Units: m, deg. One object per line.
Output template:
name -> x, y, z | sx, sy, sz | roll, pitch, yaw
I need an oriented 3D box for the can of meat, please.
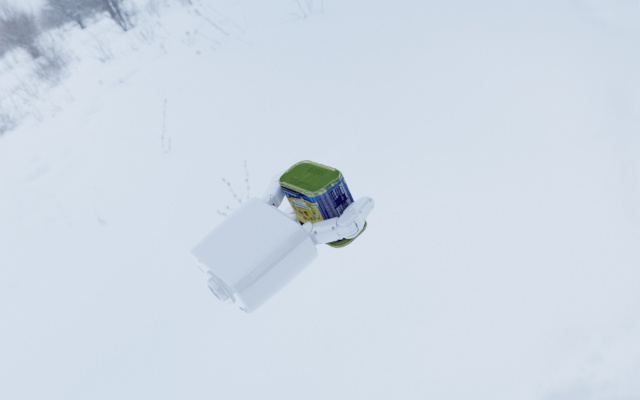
can of meat -> 0.000, 0.002, 0.603 | 0.057, 0.084, 0.102 | -39, 32, -21
